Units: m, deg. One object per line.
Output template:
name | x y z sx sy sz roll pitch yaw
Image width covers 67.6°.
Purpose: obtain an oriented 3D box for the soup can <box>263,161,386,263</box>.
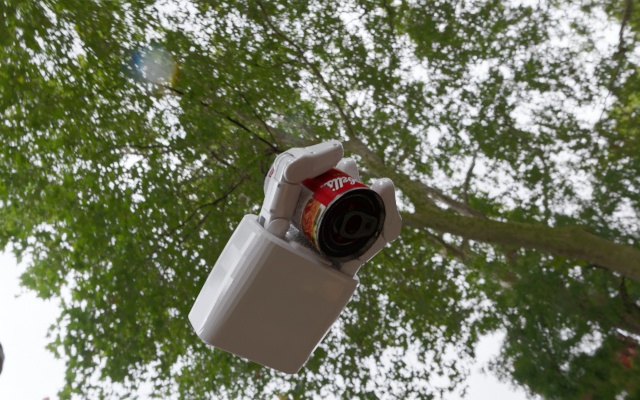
soup can | 0.000 0.001 0.425 0.068 0.068 0.102 0 23 -35
